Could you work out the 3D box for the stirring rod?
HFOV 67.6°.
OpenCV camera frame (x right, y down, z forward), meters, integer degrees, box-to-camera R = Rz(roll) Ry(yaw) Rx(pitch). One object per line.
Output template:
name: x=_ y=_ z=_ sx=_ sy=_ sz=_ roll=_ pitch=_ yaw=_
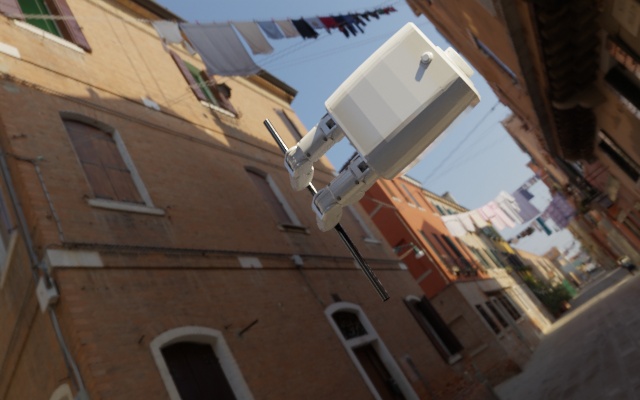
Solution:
stirring rod: x=0.000 y=0.002 z=0.495 sx=0.011 sy=0.239 sz=0.011 roll=-28 pitch=-24 yaw=-14
